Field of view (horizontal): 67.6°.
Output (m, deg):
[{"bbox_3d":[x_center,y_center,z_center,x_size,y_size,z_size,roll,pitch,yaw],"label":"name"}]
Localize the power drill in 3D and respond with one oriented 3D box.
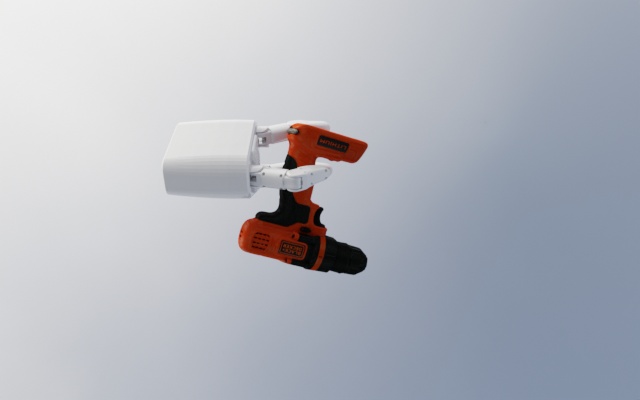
[{"bbox_3d":[0.000,0.002,0.639,0.184,0.187,0.057,15,4,-20],"label":"power drill"}]
